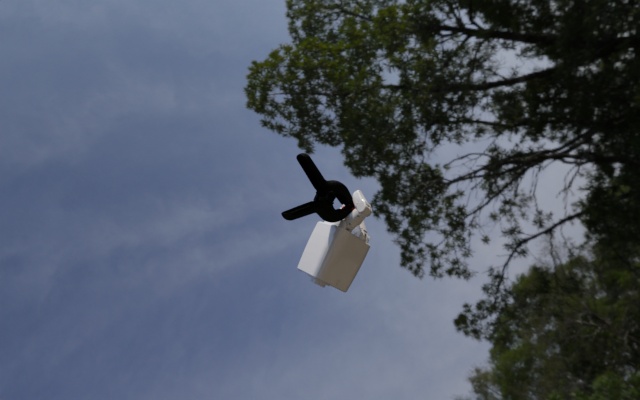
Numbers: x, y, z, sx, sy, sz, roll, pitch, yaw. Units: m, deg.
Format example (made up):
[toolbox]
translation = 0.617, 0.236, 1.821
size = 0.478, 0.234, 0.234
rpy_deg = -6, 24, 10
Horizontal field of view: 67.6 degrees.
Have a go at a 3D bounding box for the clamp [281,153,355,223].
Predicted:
[clamp]
translation = 0.000, 0.003, 0.872
size = 0.171, 0.120, 0.039
rpy_deg = 32, -12, -37
